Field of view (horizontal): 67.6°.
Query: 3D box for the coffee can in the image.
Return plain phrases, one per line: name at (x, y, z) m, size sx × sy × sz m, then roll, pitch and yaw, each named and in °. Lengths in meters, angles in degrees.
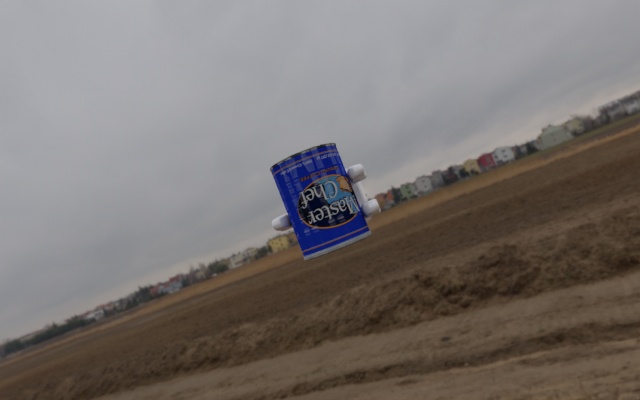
coffee can at (0.000, 0.002, 0.681) m, size 0.103 × 0.140 × 0.103 m, roll -21°, pitch -3°, yaw -1°
